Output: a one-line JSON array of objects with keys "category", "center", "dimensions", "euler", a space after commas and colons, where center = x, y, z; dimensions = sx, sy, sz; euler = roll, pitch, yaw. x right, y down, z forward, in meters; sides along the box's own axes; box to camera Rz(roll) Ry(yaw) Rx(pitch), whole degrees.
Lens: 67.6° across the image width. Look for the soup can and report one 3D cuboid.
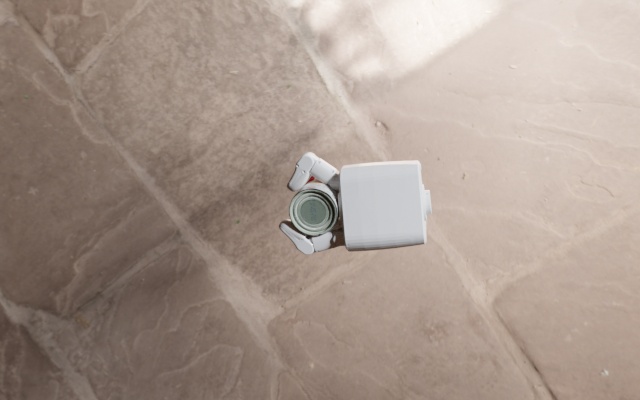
[{"category": "soup can", "center": [0.000, 0.002, 0.676], "dimensions": [0.068, 0.068, 0.102], "euler": [0, 17, 12]}]
